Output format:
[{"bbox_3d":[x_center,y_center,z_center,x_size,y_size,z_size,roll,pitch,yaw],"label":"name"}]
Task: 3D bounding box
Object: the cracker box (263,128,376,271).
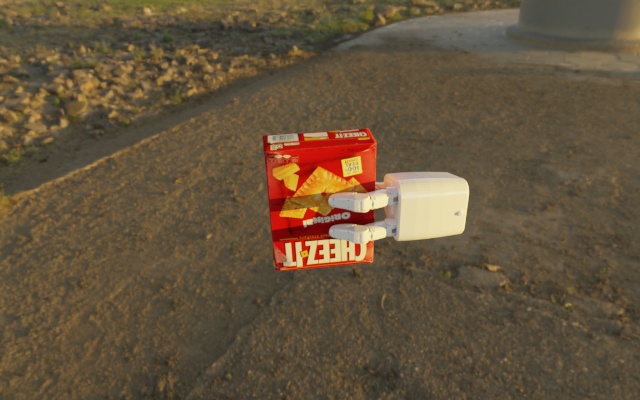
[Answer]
[{"bbox_3d":[0.000,0.002,0.747,0.164,0.214,0.072,-4,28,-4],"label":"cracker box"}]
